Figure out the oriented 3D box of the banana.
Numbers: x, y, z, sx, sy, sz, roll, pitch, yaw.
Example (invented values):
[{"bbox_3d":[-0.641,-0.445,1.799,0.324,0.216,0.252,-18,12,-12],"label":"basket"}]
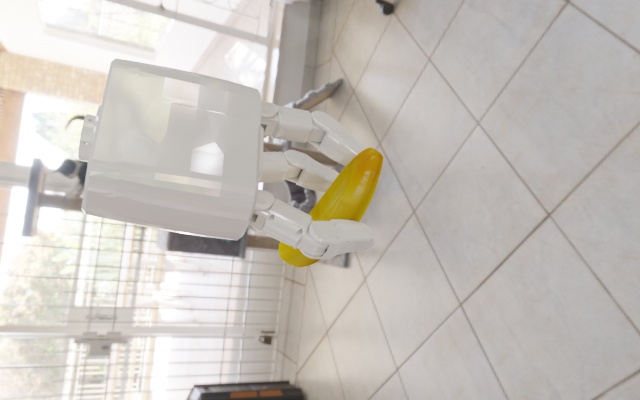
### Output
[{"bbox_3d":[-0.003,0.020,0.421,0.037,0.069,0.198,12,-22,-19],"label":"banana"}]
